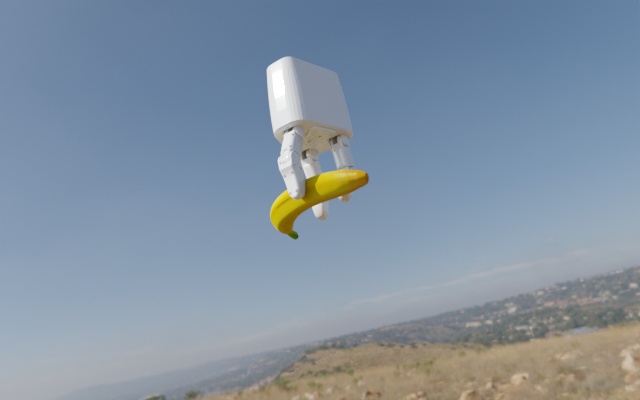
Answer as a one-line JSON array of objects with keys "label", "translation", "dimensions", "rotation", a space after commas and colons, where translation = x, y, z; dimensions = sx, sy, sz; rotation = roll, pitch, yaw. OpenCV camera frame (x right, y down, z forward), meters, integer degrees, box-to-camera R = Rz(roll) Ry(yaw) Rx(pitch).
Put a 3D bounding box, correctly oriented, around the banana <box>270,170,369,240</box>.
[{"label": "banana", "translation": [-0.018, 0.001, 0.635], "dimensions": [0.069, 0.037, 0.198], "rotation": [8, -27, -30]}]
